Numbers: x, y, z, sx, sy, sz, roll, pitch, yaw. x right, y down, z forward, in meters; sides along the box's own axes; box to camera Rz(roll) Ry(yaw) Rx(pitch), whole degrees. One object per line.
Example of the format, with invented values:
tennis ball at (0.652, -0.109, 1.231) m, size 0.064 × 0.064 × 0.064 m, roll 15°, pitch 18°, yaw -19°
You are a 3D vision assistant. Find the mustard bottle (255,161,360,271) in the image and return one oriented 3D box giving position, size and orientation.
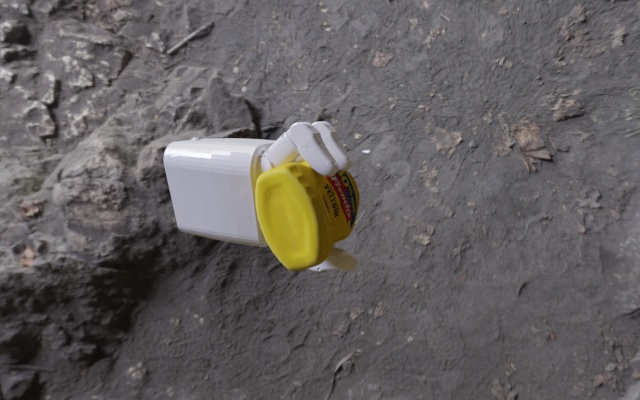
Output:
mustard bottle at (0.000, 0.002, 0.508) m, size 0.058 × 0.096 × 0.191 m, roll -19°, pitch 4°, yaw 21°
